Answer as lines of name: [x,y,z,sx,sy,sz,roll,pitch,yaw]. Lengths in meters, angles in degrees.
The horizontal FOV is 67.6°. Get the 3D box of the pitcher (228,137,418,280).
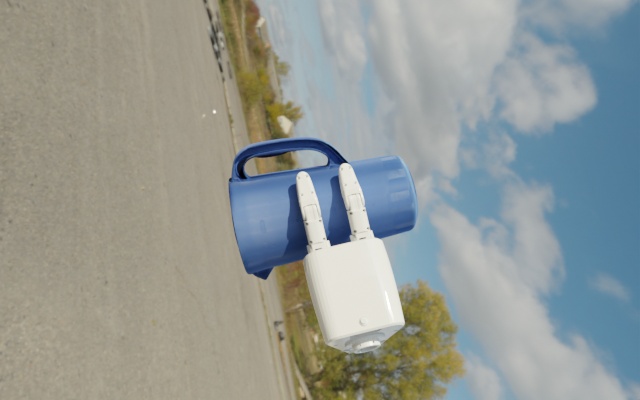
pitcher: [0.000,0.002,0.649,0.243,0.145,0.149,-12,-29,-4]
